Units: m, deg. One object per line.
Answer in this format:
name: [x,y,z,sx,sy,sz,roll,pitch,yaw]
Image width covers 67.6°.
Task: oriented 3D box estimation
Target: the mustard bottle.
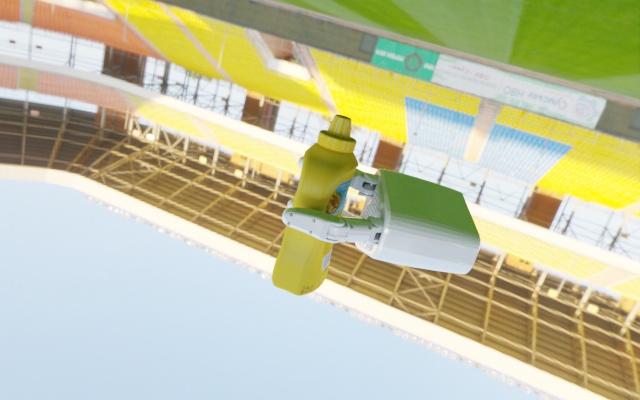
mustard bottle: [0.000,0.002,0.519,0.058,0.192,0.096,20,18,14]
